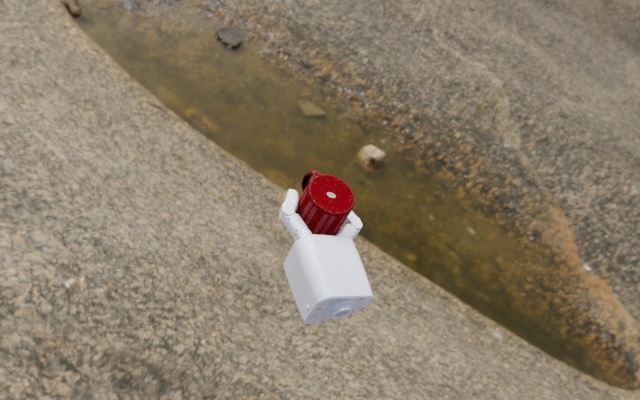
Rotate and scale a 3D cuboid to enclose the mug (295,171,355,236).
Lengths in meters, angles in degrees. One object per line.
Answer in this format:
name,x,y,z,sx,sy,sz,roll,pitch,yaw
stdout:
mug,0.000,0.001,0.785,0.093,0.117,0.081,-5,-33,-29
